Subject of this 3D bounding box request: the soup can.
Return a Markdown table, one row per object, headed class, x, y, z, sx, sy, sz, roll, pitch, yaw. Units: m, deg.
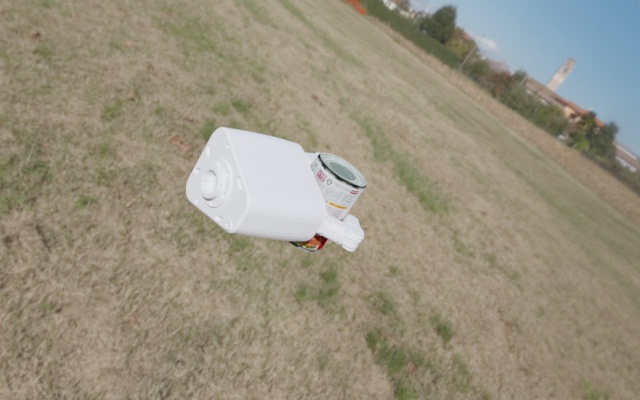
| class | x | y | z | sx | sy | sz | roll | pitch | yaw |
| --- | --- | --- | --- | --- | --- | --- | --- | --- | --- |
| soup can | 0.001 | 0.002 | 0.568 | 0.068 | 0.102 | 0.068 | 29 | 22 | -13 |
